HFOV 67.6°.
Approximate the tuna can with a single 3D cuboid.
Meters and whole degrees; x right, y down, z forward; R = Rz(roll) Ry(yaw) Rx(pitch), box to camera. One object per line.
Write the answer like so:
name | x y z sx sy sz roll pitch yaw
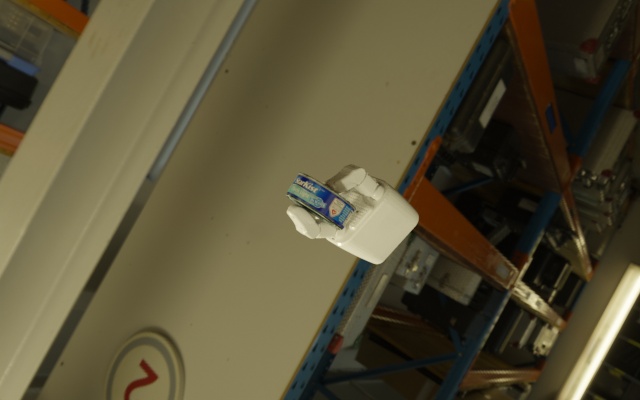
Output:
tuna can | 0.000 0.002 0.599 0.086 0.034 0.086 32 -5 3
